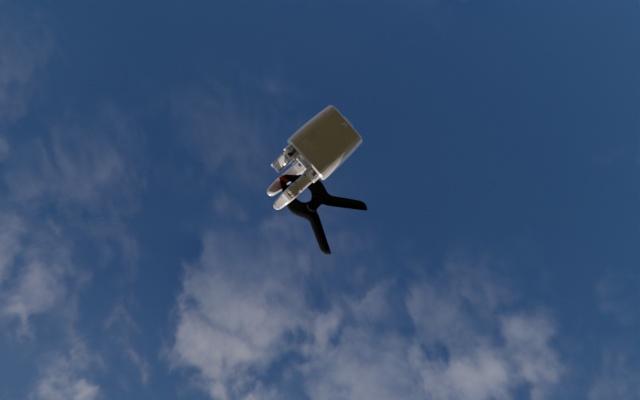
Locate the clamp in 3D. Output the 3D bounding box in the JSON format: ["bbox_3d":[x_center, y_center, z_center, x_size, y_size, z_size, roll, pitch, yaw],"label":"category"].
[{"bbox_3d":[0.000,0.003,0.898,0.120,0.171,0.039,-42,4,-5],"label":"clamp"}]
